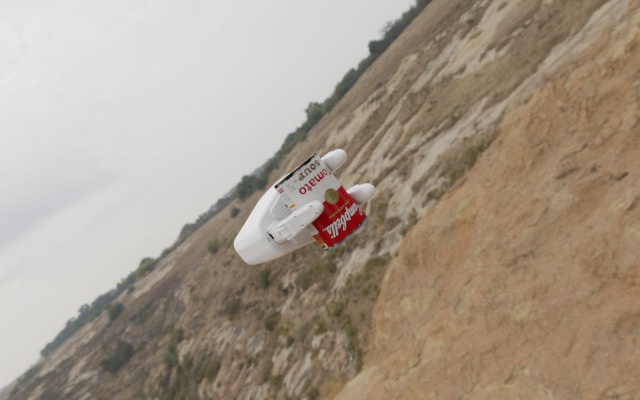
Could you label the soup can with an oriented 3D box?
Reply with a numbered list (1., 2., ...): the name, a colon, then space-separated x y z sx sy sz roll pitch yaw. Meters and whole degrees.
1. soup can: 0.000 0.002 0.582 0.068 0.102 0.068 -38 5 4
